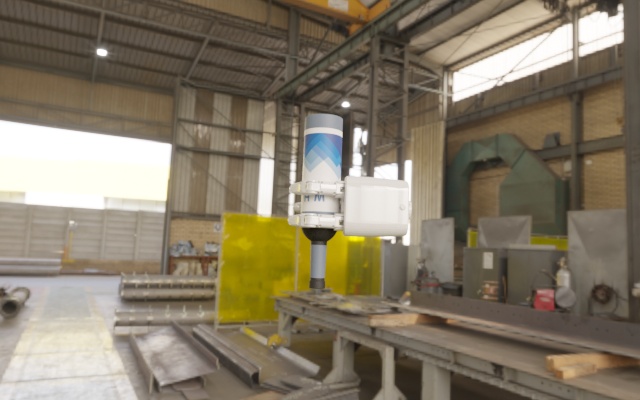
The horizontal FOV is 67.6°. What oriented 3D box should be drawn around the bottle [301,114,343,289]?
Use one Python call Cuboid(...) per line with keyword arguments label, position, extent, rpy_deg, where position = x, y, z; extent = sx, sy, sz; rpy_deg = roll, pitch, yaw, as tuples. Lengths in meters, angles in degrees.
Cuboid(label="bottle", position=(0.000, 0.002, 0.826), extent=(0.069, 0.295, 0.069), rpy_deg=(2, -6, 0))
